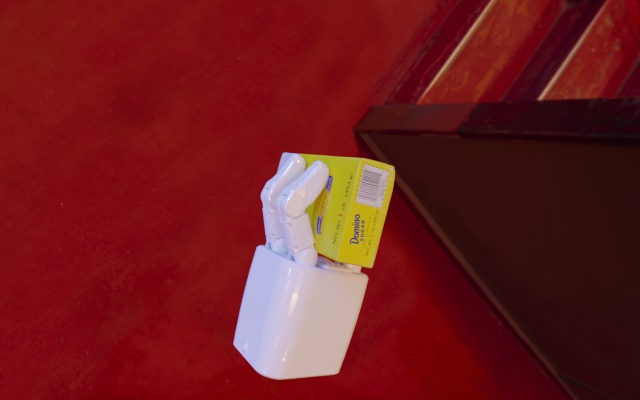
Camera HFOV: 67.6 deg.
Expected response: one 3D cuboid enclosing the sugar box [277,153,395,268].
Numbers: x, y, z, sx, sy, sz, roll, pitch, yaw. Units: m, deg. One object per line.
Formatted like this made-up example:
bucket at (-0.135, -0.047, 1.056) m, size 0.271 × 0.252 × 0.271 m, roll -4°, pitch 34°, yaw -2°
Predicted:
sugar box at (0.000, 0.002, 0.485) m, size 0.048 × 0.093 × 0.176 m, roll 15°, pitch -1°, yaw -30°
